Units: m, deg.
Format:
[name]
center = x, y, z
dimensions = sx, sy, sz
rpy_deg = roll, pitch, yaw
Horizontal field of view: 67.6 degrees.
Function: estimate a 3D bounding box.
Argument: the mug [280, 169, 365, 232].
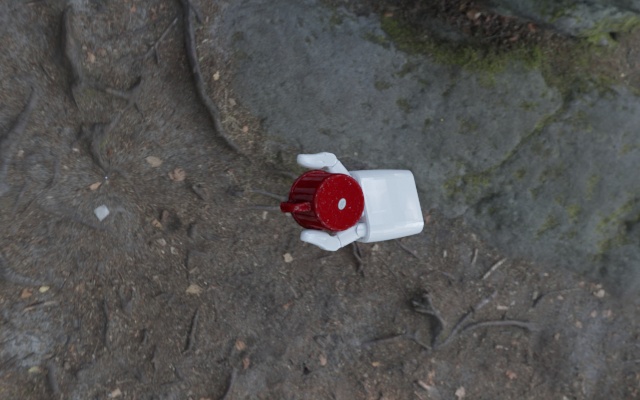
[mug]
center = -0.001, 0.002, 0.683
dimensions = 0.117, 0.093, 0.081
rpy_deg = -5, 5, -25
